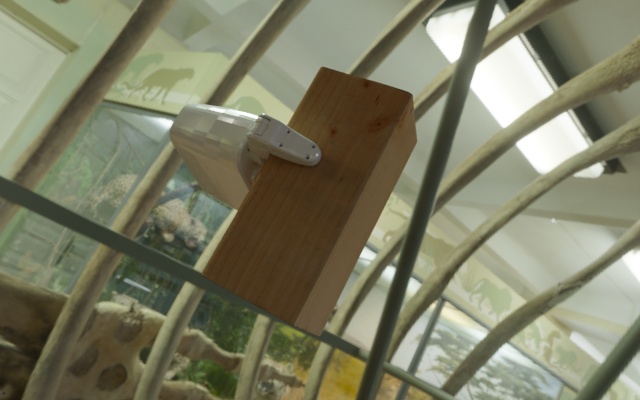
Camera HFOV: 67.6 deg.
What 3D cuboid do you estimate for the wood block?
[{"bbox_3d":[0.000,0.001,0.418,0.090,0.206,0.091,23,-13,22],"label":"wood block"}]
